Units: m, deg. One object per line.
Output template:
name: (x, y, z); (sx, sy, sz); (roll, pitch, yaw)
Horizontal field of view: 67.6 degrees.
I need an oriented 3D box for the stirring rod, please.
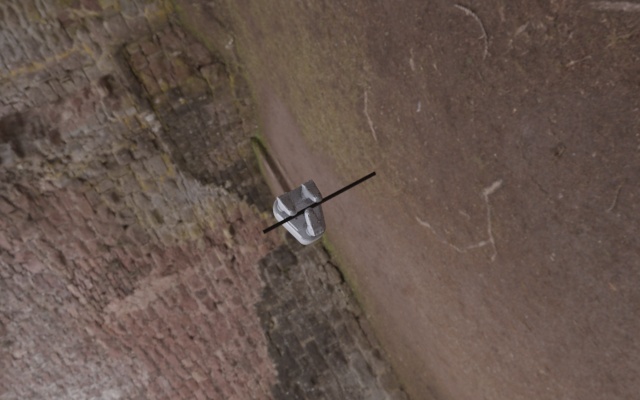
stirring rod: (0.000, 0.003, 0.895); (0.239, 0.011, 0.011); (-28, 5, -10)
